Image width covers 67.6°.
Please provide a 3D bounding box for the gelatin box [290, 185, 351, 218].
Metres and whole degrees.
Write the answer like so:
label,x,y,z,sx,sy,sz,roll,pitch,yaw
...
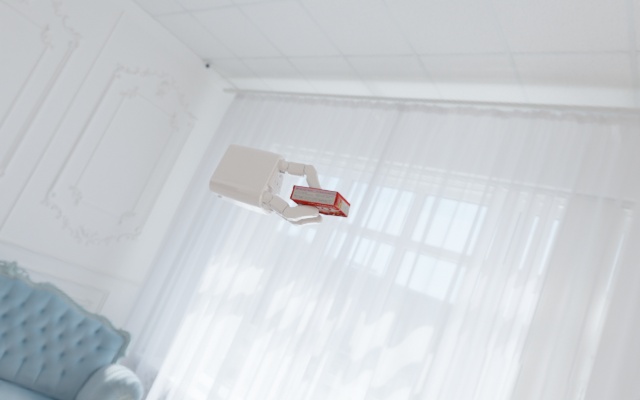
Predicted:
label,x,y,z,sx,sy,sz,roll,pitch,yaw
gelatin box,0.001,0.002,0.847,0.089,0.030,0.073,8,-15,24
